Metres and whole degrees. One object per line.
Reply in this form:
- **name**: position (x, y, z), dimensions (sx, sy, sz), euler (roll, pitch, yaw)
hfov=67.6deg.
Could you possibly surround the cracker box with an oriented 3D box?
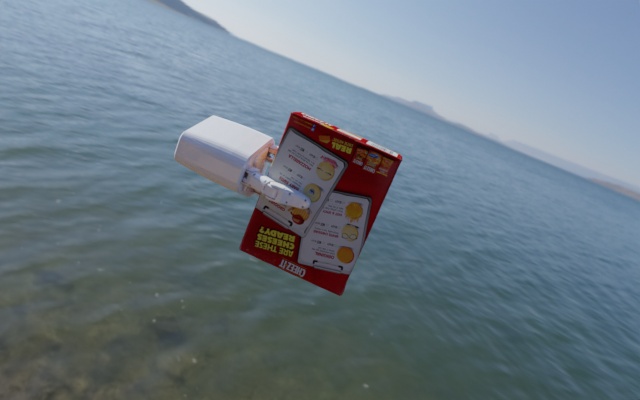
- **cracker box**: position (0.000, 0.002, 0.685), dimensions (0.164, 0.214, 0.072), euler (24, 14, 6)
